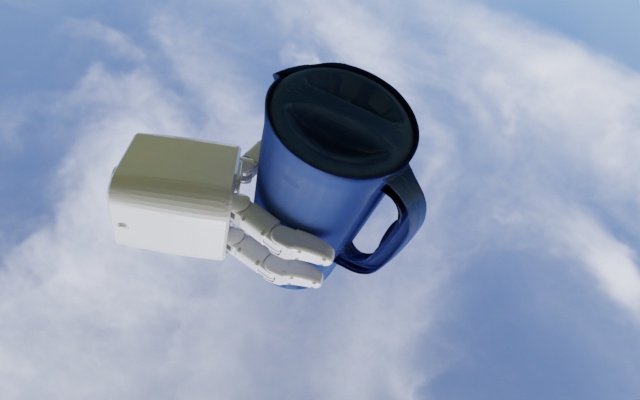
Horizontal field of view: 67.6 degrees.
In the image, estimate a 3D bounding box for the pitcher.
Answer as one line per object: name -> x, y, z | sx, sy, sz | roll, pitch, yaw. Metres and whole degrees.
pitcher -> 0.000, 0.001, 0.481 | 0.145, 0.149, 0.243 | 9, -37, -9
